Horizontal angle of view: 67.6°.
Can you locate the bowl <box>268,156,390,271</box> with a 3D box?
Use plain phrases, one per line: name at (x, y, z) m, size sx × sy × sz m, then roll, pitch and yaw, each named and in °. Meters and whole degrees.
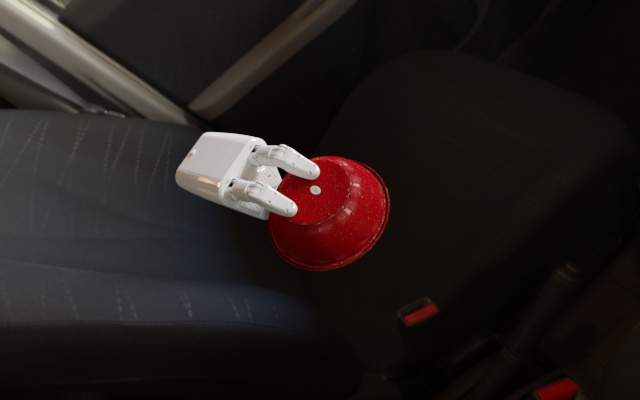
bowl at (0.001, 0.002, 0.584) m, size 0.162 × 0.162 × 0.055 m, roll 0°, pitch -30°, yaw 21°
